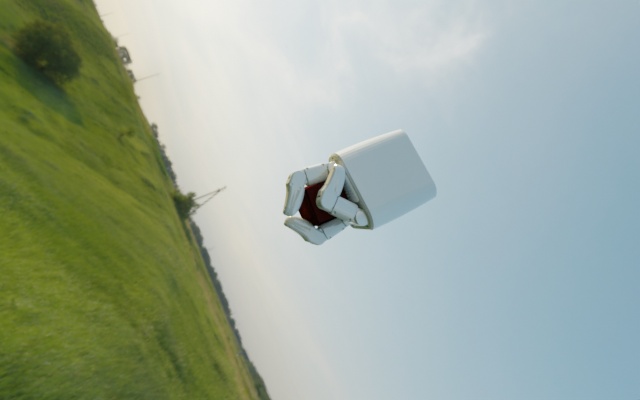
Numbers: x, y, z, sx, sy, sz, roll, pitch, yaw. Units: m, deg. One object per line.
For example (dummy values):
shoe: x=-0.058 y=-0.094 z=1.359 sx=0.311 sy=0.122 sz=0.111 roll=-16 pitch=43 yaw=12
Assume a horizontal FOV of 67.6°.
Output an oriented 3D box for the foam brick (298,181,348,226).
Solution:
foam brick: x=0.000 y=0.002 z=0.656 sx=0.051 sy=0.053 sz=0.078 roll=-24 pitch=5 yaw=-16
